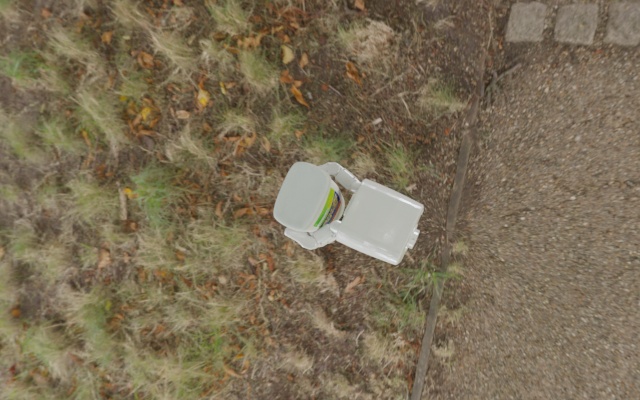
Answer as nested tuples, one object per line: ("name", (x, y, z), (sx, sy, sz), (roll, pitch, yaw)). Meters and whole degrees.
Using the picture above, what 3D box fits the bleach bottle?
("bleach bottle", (0.000, 0.003, 0.807), (0.068, 0.102, 0.251), (26, 3, 14))
